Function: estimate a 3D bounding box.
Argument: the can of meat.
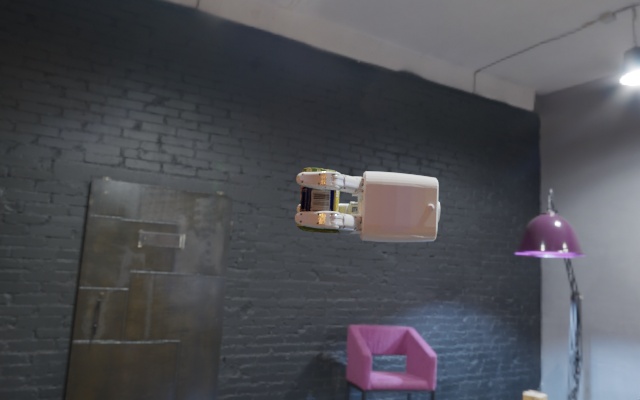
[{"bbox_3d":[0.000,0.002,0.712,0.057,0.084,0.102,3,-8,6],"label":"can of meat"}]
